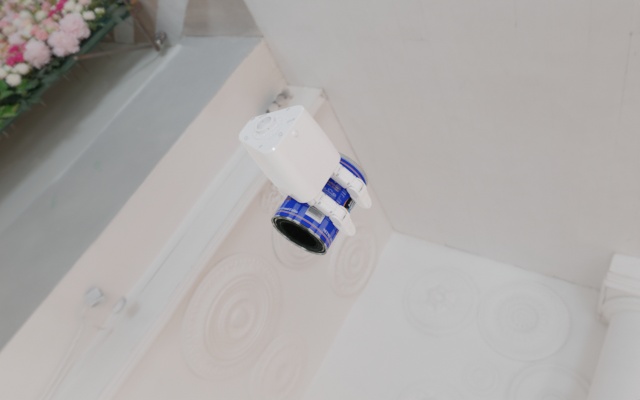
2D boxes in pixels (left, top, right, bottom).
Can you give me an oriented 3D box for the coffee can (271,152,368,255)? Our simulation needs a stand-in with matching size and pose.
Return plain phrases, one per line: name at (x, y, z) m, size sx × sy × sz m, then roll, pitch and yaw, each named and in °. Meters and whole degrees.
coffee can at (0.000, 0.003, 0.776) m, size 0.103 × 0.140 × 0.103 m, roll 27°, pitch -23°, yaw 13°
